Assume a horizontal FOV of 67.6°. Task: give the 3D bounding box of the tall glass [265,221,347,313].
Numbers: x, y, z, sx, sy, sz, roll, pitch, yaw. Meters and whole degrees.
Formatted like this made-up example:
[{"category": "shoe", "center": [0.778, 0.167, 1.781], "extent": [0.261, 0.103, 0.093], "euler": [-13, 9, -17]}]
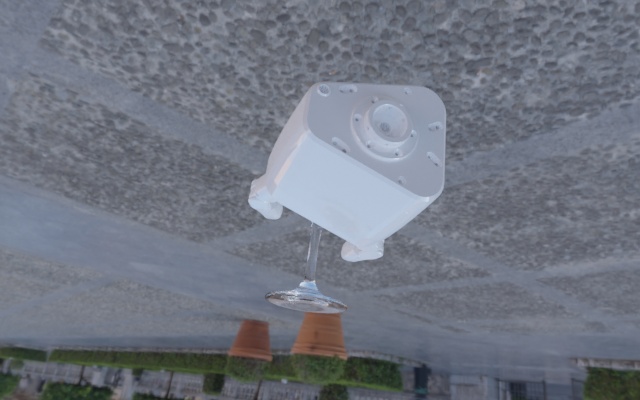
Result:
[{"category": "tall glass", "center": [0.000, 0.002, 0.464], "extent": [0.079, 0.201, 0.079], "euler": [7, -23, 3]}]
